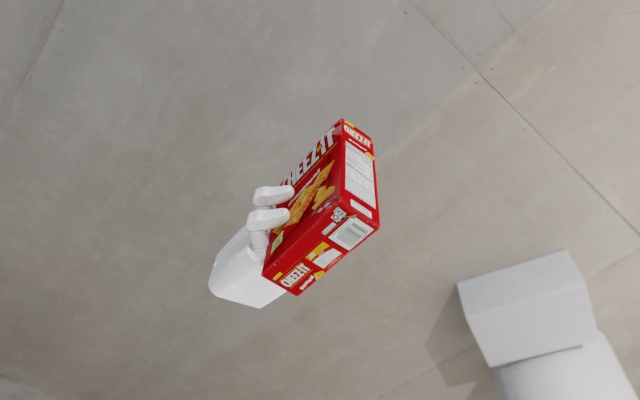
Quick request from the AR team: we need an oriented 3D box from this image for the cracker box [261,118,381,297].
[{"bbox_3d":[0.000,0.002,0.672,0.072,0.164,0.213,34,31,-20],"label":"cracker box"}]
